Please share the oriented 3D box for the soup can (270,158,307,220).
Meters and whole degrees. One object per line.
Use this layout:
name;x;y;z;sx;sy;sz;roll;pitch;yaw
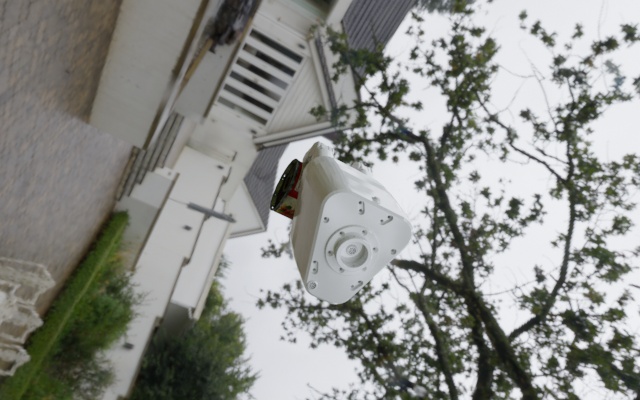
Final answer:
soup can;0.000;0.002;0.573;0.102;0.068;0.068;26;-8;-16
